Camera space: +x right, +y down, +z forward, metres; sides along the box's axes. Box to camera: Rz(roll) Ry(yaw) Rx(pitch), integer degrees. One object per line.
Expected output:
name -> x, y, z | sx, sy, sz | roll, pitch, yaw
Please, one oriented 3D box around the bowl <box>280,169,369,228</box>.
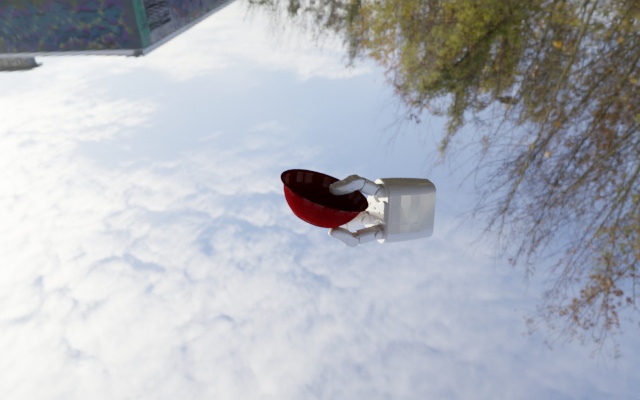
bowl -> -0.001, 0.003, 0.834 | 0.162, 0.055, 0.162 | 18, 21, -7
